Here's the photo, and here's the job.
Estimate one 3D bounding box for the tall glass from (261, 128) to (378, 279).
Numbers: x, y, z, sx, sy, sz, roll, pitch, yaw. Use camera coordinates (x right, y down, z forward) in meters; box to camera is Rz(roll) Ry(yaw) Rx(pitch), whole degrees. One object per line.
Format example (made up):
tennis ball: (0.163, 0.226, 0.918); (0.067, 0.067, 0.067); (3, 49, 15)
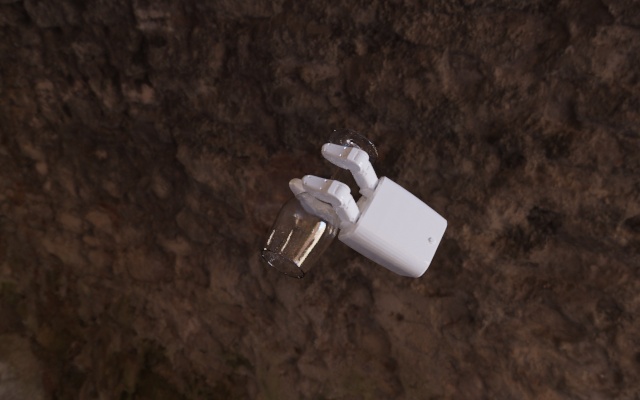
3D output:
tall glass: (0.000, 0.001, 0.626); (0.079, 0.201, 0.079); (25, -27, 14)
